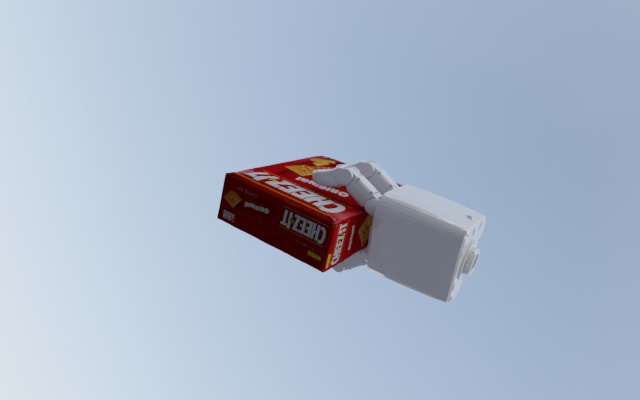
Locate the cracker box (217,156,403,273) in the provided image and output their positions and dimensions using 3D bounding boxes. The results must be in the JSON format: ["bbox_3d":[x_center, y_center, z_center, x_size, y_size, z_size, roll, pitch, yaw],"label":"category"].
[{"bbox_3d":[0.000,0.002,0.633,0.164,0.072,0.213,23,22,27],"label":"cracker box"}]
